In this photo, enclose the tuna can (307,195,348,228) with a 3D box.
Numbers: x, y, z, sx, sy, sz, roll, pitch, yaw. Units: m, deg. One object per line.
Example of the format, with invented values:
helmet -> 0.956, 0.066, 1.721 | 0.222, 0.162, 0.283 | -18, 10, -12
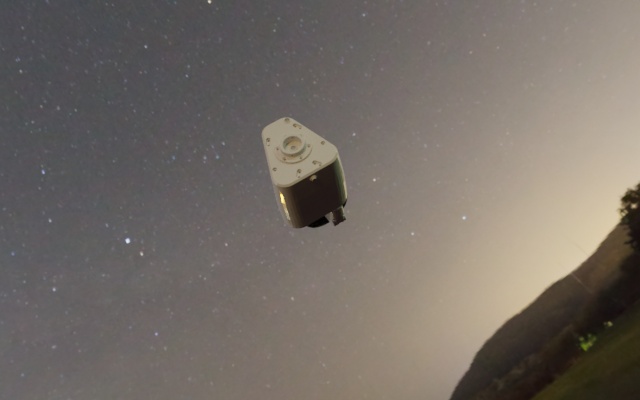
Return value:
tuna can -> 0.000, 0.002, 0.782 | 0.086, 0.086, 0.033 | 0, 40, -45
